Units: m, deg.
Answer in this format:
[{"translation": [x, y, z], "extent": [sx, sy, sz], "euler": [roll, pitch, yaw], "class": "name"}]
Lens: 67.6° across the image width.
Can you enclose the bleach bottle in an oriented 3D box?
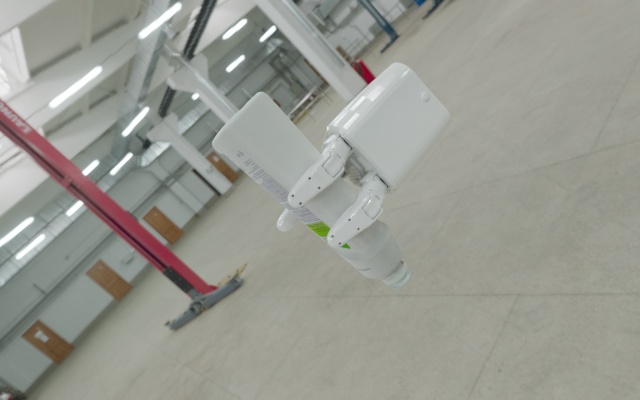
[{"translation": [0.000, 0.002, 0.511], "extent": [0.251, 0.068, 0.102], "euler": [45, -14, -12], "class": "bleach bottle"}]
